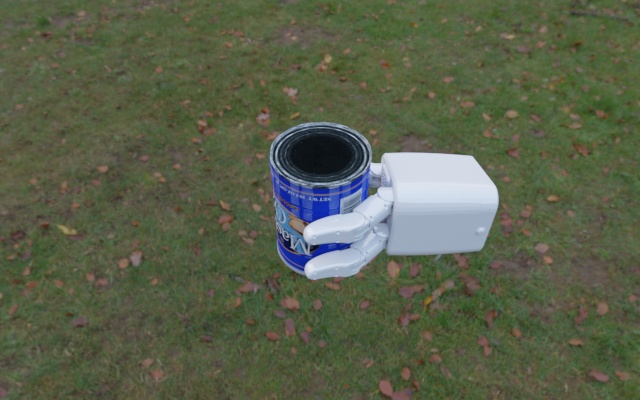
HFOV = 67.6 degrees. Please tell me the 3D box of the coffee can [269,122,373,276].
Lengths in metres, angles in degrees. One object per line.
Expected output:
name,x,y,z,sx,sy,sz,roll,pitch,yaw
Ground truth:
coffee can,0.000,0.002,0.521,0.103,0.140,0.102,0,45,0
